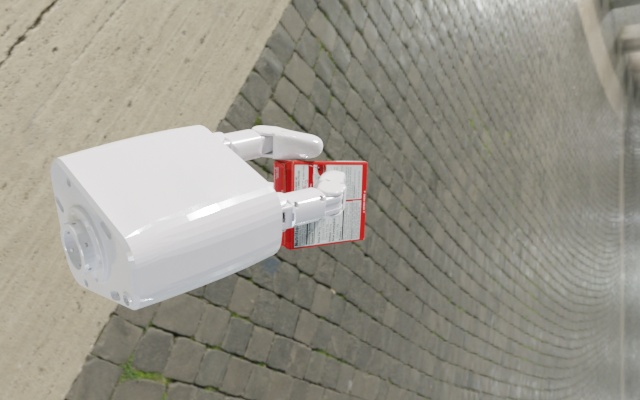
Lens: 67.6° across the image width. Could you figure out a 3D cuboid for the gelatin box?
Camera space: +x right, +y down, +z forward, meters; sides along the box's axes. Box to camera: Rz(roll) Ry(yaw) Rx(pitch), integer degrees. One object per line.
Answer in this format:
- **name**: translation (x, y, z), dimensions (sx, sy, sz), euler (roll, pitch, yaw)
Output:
- **gelatin box**: translation (0.001, 0.001, 0.420), dimensions (0.089, 0.073, 0.030), euler (-3, 8, -39)
